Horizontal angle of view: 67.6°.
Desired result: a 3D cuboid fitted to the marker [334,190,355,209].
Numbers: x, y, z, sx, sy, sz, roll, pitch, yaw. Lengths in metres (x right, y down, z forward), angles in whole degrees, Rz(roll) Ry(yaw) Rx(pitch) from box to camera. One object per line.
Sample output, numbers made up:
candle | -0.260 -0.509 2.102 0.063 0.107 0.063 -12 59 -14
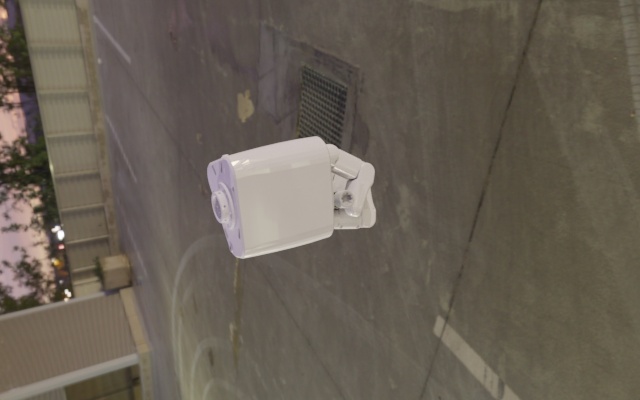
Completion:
marker | 0.000 0.002 0.554 0.020 0.020 0.121 0 -3 -28
